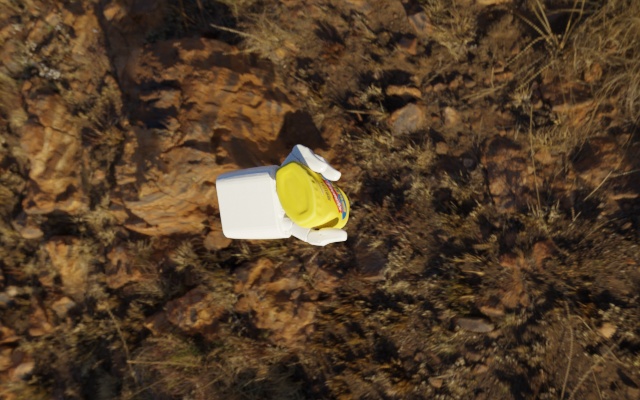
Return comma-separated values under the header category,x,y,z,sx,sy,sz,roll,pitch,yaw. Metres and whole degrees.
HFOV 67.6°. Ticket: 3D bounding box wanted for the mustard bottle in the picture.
category,x,y,z,sx,sy,sz,roll,pitch,yaw
mustard bottle,0.000,0.002,0.756,0.058,0.096,0.192,-30,-19,16
